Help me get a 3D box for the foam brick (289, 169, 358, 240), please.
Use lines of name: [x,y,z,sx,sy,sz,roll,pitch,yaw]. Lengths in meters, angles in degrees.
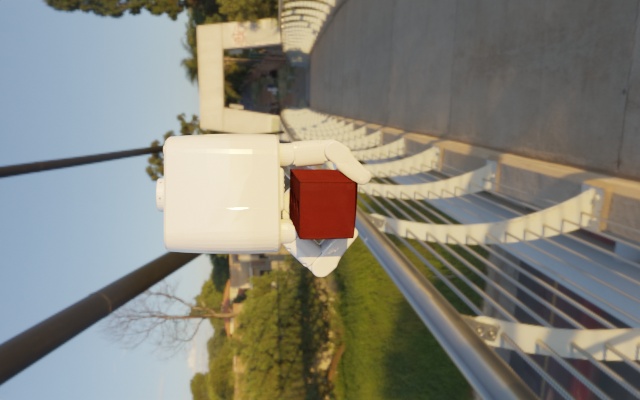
foam brick: [0.000,0.001,0.450,0.051,0.053,0.078,0,12,-10]
